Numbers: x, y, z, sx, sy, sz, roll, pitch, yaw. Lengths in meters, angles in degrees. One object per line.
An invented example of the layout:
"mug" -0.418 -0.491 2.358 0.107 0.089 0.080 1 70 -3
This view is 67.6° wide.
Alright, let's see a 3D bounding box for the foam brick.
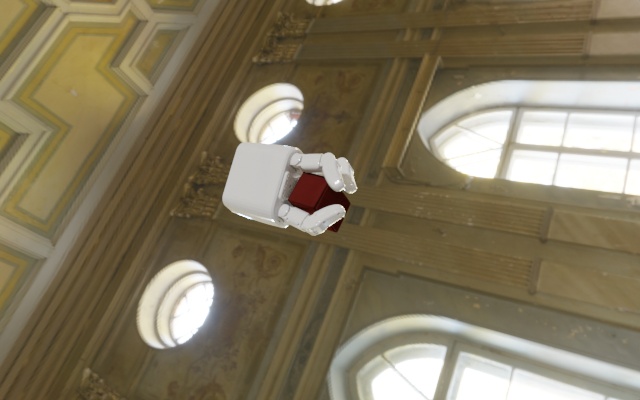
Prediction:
"foam brick" 0.000 0.003 0.699 0.051 0.053 0.078 15 -21 34
